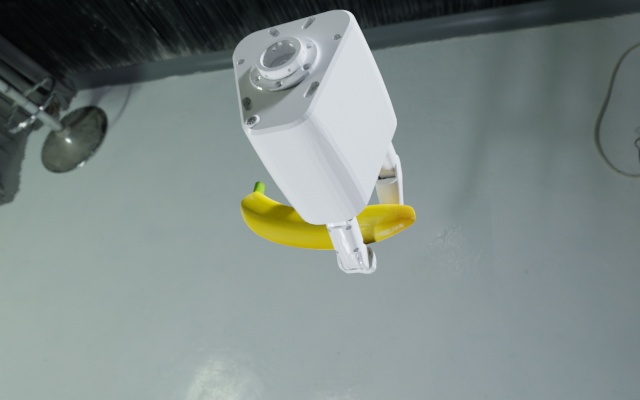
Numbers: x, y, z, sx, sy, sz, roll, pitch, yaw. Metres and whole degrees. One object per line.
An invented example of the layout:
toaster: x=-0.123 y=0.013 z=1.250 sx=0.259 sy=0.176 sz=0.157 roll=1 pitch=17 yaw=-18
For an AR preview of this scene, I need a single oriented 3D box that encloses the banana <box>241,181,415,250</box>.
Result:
banana: x=-0.012 y=0.015 z=0.448 sx=0.198 sy=0.069 sz=0.037 roll=12 pitch=-33 yaw=36
